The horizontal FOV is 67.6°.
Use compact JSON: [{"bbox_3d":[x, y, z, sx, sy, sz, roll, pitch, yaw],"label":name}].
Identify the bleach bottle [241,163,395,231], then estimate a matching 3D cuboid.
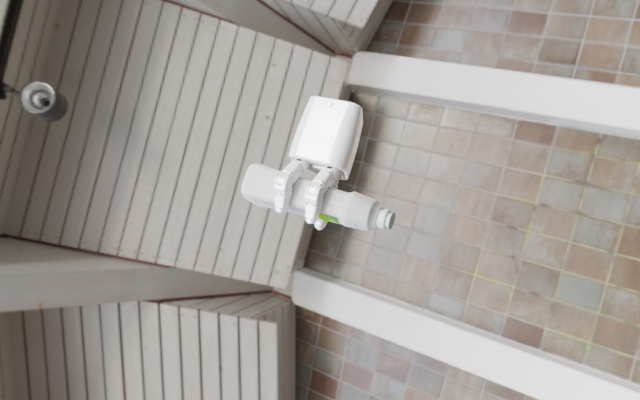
[{"bbox_3d":[0.000,0.003,0.774,0.251,0.068,0.102,15,-7,24],"label":"bleach bottle"}]
